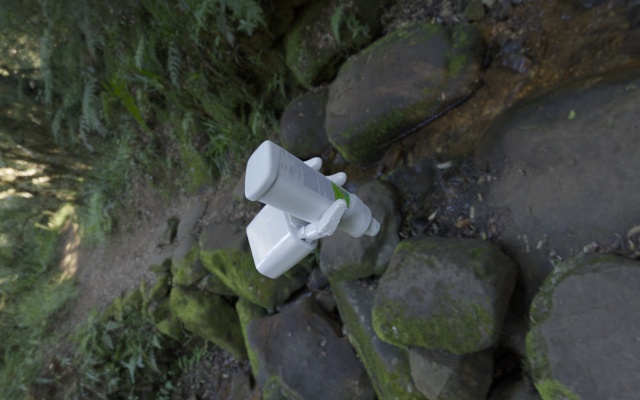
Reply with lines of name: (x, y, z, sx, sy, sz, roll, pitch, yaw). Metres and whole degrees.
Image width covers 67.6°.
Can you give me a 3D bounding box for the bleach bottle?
bleach bottle: (0.000, 0.002, 0.775, 0.251, 0.102, 0.068, 29, -56, -29)
